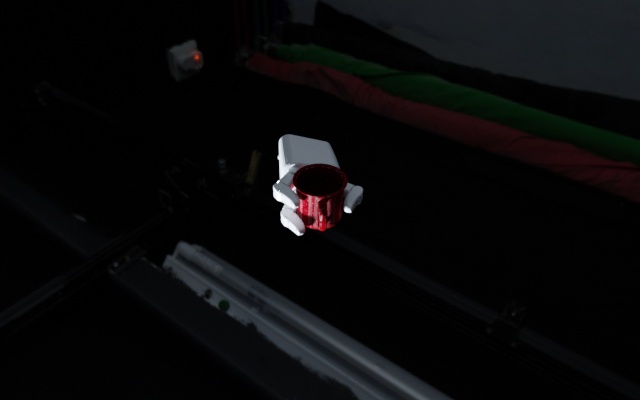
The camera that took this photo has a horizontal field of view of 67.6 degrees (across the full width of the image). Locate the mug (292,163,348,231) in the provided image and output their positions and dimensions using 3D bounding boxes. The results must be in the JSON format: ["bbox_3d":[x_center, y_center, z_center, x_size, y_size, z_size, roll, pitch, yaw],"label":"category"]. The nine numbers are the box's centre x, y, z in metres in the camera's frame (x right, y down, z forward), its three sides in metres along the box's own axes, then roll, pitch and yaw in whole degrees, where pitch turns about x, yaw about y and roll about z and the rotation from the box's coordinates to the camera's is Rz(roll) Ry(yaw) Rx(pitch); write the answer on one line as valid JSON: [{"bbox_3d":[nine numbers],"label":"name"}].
[{"bbox_3d":[0.000,0.004,0.818,0.093,0.082,0.117,-4,41,-7],"label":"mug"}]
